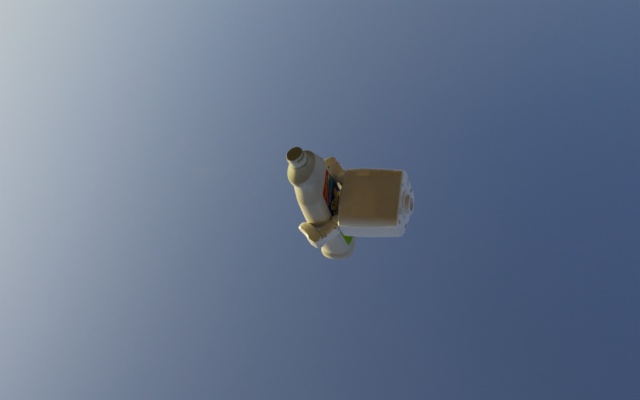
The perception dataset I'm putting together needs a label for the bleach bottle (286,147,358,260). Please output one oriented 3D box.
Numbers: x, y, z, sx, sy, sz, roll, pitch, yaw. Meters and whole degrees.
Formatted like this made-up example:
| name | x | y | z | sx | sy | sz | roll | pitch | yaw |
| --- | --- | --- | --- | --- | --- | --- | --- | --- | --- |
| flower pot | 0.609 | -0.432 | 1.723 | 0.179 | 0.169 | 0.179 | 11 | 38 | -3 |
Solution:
| name | x | y | z | sx | sy | sz | roll | pitch | yaw |
| --- | --- | --- | --- | --- | --- | --- | --- | --- | --- |
| bleach bottle | 0.000 | 0.003 | 0.849 | 0.068 | 0.102 | 0.251 | 1 | -33 | 26 |
